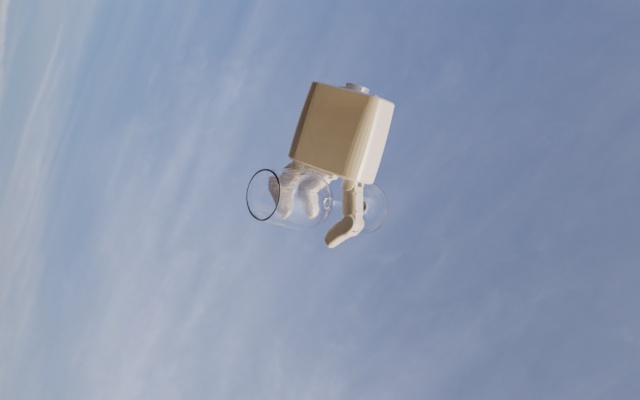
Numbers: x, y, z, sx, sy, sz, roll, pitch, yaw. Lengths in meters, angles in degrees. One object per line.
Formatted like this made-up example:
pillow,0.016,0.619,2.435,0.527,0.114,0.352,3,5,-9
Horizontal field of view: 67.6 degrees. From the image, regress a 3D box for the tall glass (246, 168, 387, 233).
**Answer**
tall glass,0.001,0.002,0.630,0.079,0.079,0.201,0,-5,43
